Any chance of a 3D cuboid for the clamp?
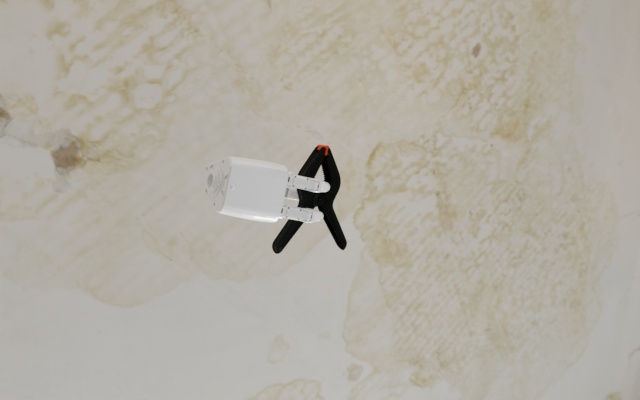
[{"bbox_3d":[0.000,0.002,0.897,0.164,0.210,0.036,9,5,-38],"label":"clamp"}]
